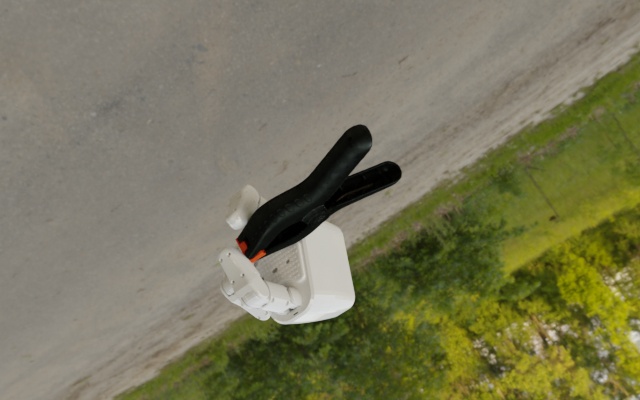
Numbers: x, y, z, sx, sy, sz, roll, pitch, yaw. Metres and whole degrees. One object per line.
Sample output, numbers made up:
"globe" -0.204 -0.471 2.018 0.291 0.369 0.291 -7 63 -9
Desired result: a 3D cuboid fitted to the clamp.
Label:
"clamp" 0.000 0.002 0.446 0.171 0.039 0.120 -36 -29 21
